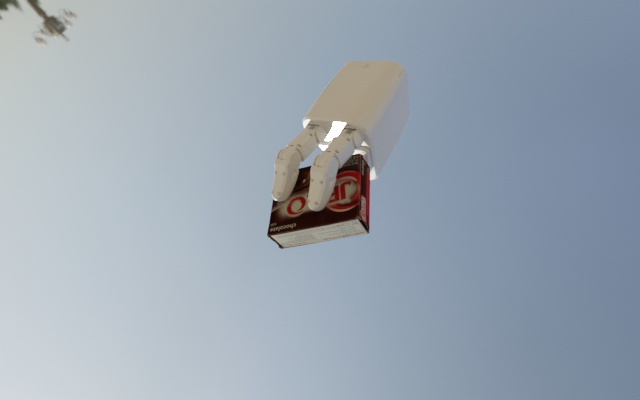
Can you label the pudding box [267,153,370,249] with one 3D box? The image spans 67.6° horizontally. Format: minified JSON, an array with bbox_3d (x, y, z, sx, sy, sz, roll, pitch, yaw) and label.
[{"bbox_3d":[0.000,0.002,0.544,0.113,0.090,0.039,-14,-41,24],"label":"pudding box"}]
